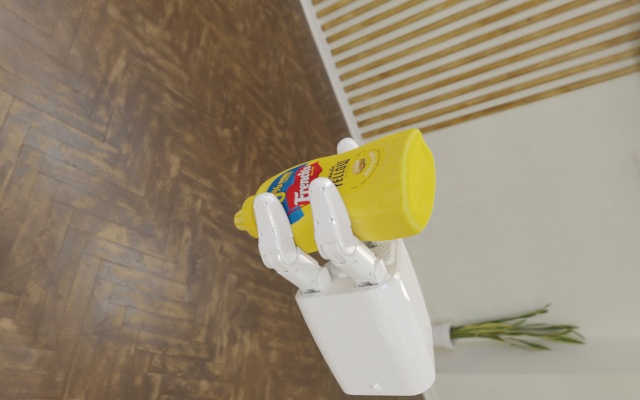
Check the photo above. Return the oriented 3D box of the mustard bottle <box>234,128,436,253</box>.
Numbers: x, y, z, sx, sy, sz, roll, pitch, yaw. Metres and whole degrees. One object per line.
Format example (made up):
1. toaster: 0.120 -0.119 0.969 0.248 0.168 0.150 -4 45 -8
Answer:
1. mustard bottle: 0.000 0.001 0.417 0.191 0.096 0.058 -14 -49 32
